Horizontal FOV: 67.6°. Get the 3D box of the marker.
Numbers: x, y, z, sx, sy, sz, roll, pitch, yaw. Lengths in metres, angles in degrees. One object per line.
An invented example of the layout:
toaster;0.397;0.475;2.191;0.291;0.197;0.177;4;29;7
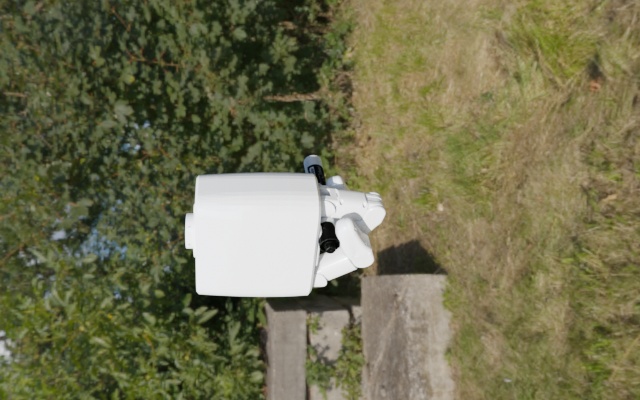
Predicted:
marker;0.000;0.001;0.457;0.020;0.020;0.121;-6;46;-6
